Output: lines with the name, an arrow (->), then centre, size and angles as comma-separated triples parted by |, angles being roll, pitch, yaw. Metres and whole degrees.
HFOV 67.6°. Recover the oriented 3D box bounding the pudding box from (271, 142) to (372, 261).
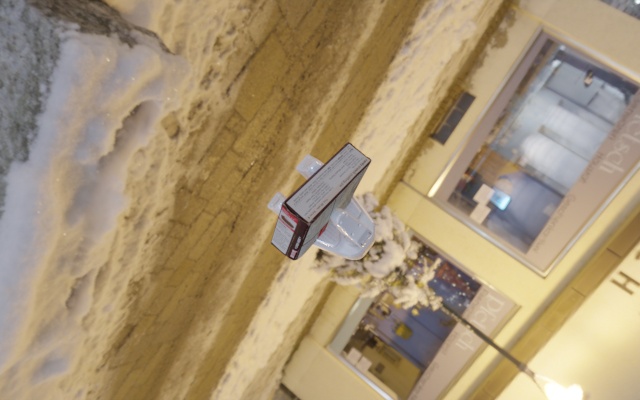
pudding box -> 0.000, 0.002, 0.514 | 0.039, 0.113, 0.090 | 37, -32, 10
